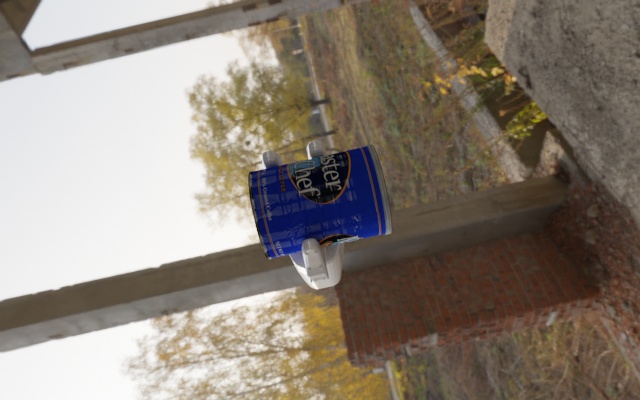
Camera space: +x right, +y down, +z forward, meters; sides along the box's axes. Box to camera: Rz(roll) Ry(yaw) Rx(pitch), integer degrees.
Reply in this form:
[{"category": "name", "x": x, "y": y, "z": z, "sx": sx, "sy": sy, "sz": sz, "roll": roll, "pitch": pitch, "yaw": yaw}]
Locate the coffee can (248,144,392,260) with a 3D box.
[{"category": "coffee can", "x": 0.000, "y": 0.002, "z": 0.537, "sx": 0.140, "sy": 0.103, "sz": 0.103, "roll": -12, "pitch": 0, "yaw": 1}]
